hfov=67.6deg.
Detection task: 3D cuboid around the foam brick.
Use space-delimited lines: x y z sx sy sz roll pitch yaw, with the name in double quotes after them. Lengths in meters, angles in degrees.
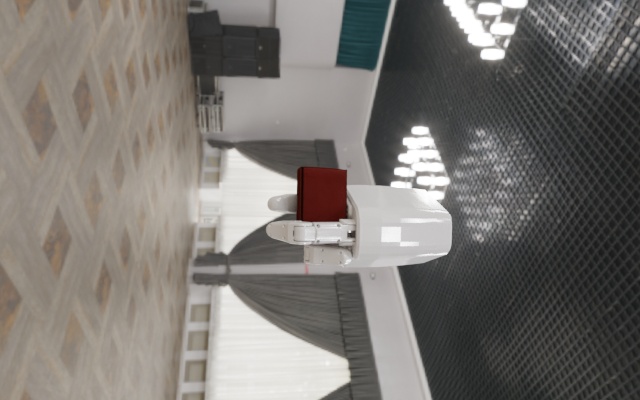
0.000 0.001 0.538 0.051 0.078 0.053 1 3 -7 "foam brick"
